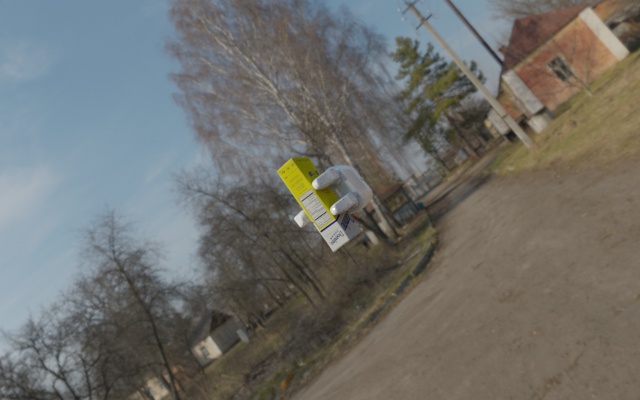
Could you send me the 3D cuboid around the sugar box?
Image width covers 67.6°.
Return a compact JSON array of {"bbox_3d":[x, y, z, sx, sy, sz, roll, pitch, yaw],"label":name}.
[{"bbox_3d":[0.001,0.002,0.866,0.048,0.176,0.093,-40,-5,18],"label":"sugar box"}]
